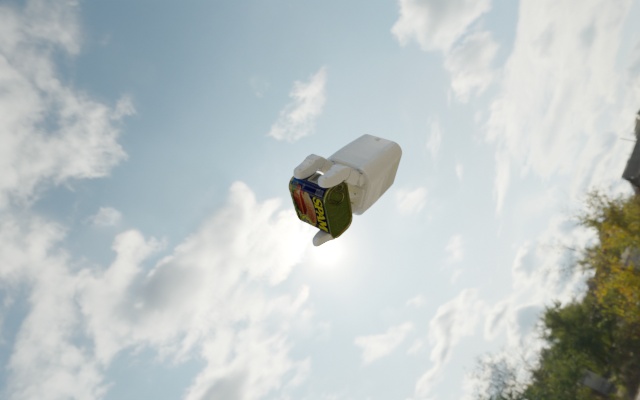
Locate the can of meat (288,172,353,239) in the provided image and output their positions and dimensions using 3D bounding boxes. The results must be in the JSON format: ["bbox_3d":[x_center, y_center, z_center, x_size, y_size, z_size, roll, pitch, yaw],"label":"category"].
[{"bbox_3d":[0.000,0.003,0.793,0.084,0.102,0.057,23,50,36],"label":"can of meat"}]
